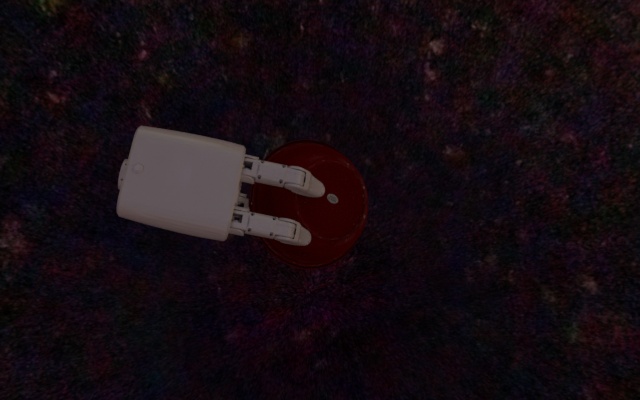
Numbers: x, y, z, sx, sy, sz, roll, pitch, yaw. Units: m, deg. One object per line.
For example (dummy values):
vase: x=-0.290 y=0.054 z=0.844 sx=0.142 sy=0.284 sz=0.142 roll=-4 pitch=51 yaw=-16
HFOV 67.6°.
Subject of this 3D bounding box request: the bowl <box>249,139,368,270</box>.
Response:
bowl: x=0.001 y=0.002 z=0.568 sx=0.162 sy=0.162 sz=0.055 roll=0 pitch=-5 yaw=-28
